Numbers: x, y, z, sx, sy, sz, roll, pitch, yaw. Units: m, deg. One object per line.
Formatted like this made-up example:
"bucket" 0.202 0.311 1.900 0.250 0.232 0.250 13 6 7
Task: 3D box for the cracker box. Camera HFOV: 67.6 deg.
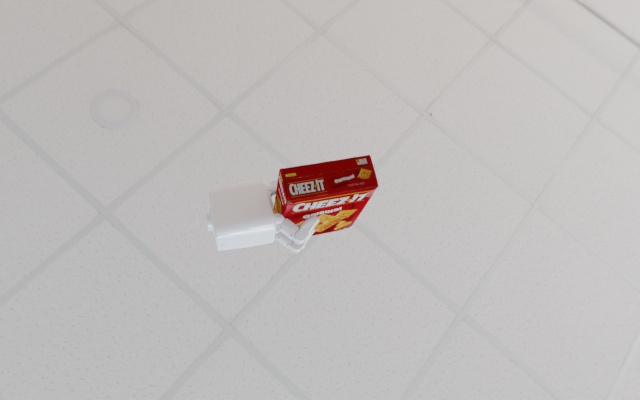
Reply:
"cracker box" 0.000 0.003 0.897 0.164 0.072 0.214 -10 -20 -14
